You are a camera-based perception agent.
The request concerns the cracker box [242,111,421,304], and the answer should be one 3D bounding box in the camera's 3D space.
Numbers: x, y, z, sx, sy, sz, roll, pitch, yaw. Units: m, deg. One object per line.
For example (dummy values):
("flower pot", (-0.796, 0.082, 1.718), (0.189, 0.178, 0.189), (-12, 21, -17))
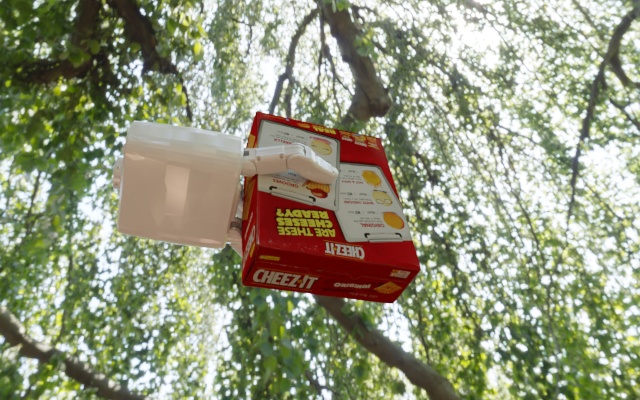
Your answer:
("cracker box", (0.000, 0.001, 0.526), (0.164, 0.072, 0.213), (10, 42, -17))
